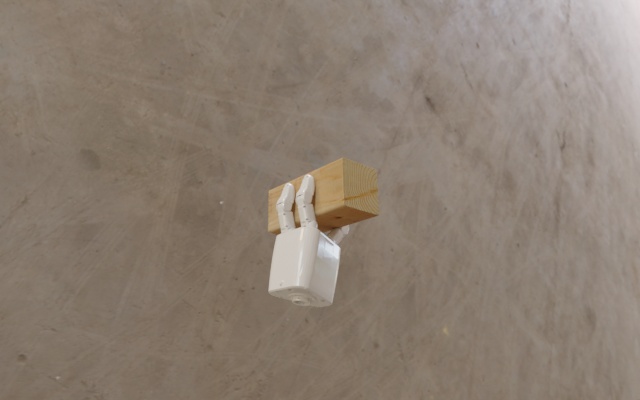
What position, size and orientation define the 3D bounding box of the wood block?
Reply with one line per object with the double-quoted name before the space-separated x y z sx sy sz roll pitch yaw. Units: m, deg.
"wood block" 0.000 0.003 0.889 0.091 0.090 0.206 16 -26 -41
